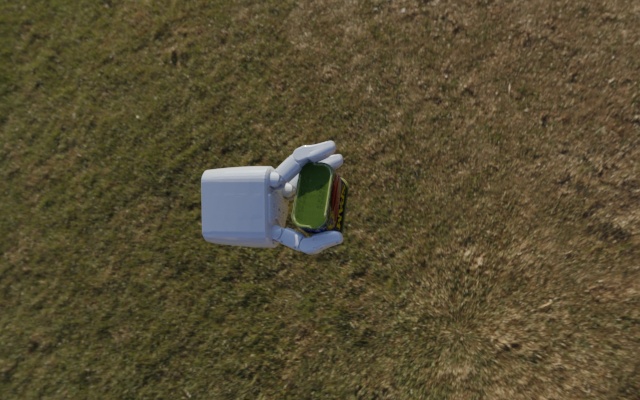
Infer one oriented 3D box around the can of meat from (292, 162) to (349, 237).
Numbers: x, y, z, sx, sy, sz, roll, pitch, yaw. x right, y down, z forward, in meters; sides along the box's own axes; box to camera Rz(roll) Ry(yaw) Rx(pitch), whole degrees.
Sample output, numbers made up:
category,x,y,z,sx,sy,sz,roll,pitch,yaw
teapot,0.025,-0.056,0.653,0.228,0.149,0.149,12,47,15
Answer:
category,x,y,z,sx,sy,sz,roll,pitch,yaw
can of meat,0.000,0.002,0.693,0.057,0.102,0.084,4,-13,18
